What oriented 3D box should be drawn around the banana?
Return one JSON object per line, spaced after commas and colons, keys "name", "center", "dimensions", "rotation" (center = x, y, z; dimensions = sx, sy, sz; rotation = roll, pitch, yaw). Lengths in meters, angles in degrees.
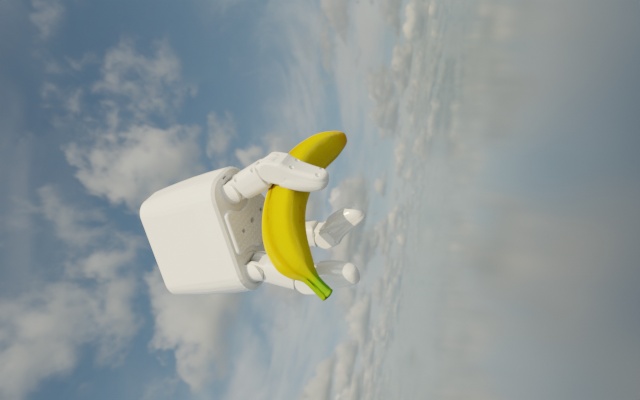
{"name": "banana", "center": [-0.016, -0.004, 0.441], "dimensions": [0.070, 0.197, 0.037], "rotation": [28, -42, -22]}
